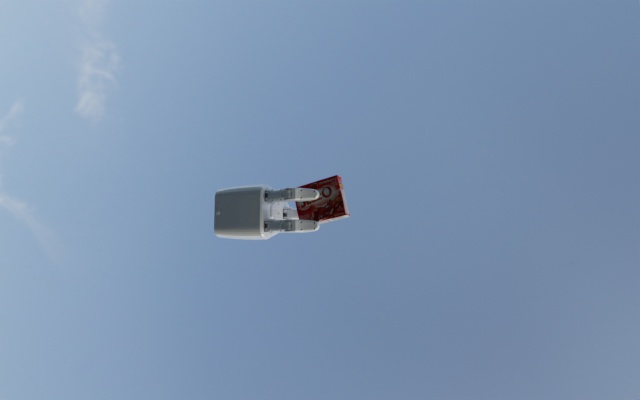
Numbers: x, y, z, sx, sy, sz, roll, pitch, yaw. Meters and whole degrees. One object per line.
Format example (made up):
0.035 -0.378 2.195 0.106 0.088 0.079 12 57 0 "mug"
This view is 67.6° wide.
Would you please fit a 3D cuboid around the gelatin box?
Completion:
0.001 0.003 0.842 0.089 0.073 0.030 -15 -12 17 "gelatin box"
